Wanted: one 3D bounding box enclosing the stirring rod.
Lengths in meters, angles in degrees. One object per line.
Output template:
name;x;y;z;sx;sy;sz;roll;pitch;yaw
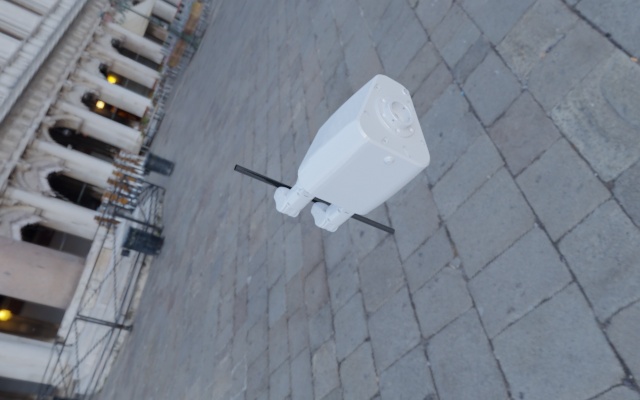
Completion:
stirring rod;0.000;0.002;0.618;0.239;0.011;0.011;22;-10;-24
